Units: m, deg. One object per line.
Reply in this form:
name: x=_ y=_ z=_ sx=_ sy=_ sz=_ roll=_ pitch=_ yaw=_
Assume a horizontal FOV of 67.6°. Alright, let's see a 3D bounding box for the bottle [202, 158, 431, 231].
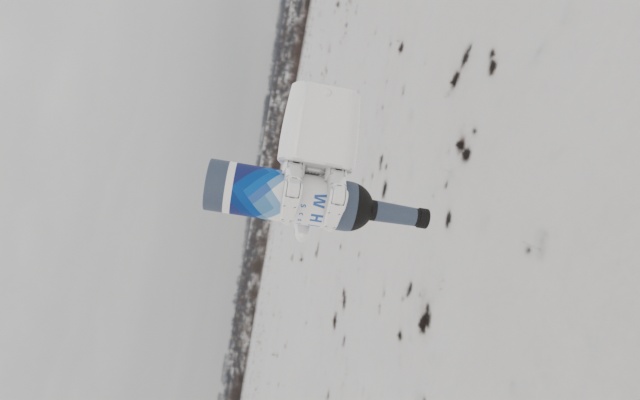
bottle: x=0.000 y=0.002 z=0.627 sx=0.296 sy=0.069 sz=0.069 roll=9 pitch=-1 yaw=-8
